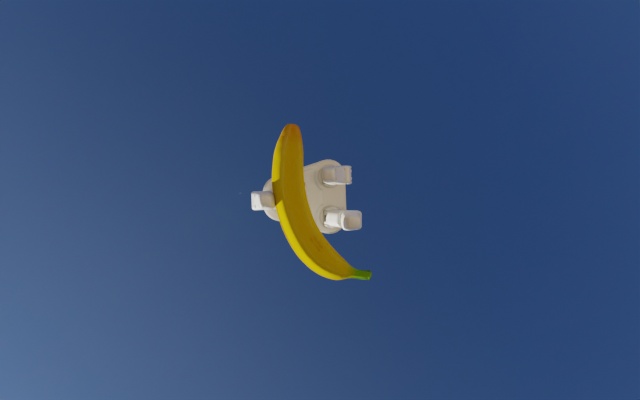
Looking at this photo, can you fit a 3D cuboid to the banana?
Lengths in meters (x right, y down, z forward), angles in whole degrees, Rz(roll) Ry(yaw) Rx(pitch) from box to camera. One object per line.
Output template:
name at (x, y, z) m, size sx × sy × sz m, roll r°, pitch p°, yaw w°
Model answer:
banana at (-0.015, 0.013, 0.545) m, size 0.069 × 0.198 × 0.037 m, roll -27°, pitch 3°, yaw -1°
